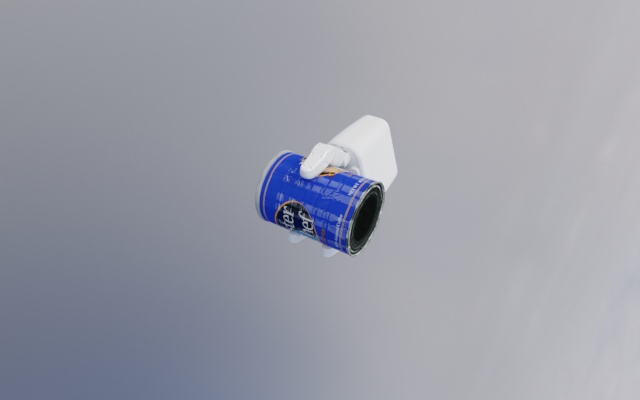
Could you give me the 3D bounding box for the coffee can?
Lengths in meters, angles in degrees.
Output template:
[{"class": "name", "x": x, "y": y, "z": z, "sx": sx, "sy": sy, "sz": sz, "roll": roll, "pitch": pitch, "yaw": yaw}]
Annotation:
[{"class": "coffee can", "x": 0.000, "y": 0.002, "z": 0.632, "sx": 0.140, "sy": 0.103, "sz": 0.103, "roll": 21, "pitch": 9, "yaw": 24}]
